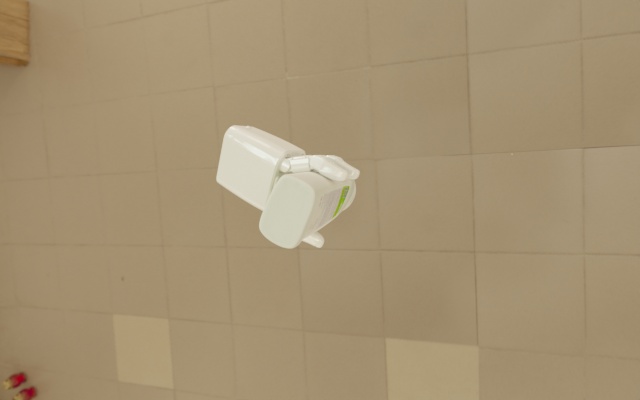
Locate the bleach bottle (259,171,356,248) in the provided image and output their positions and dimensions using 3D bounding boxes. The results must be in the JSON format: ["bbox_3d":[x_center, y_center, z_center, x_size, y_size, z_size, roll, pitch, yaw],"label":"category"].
[{"bbox_3d":[0.000,0.002,0.758,0.068,0.102,0.251,28,15,17],"label":"bleach bottle"}]
